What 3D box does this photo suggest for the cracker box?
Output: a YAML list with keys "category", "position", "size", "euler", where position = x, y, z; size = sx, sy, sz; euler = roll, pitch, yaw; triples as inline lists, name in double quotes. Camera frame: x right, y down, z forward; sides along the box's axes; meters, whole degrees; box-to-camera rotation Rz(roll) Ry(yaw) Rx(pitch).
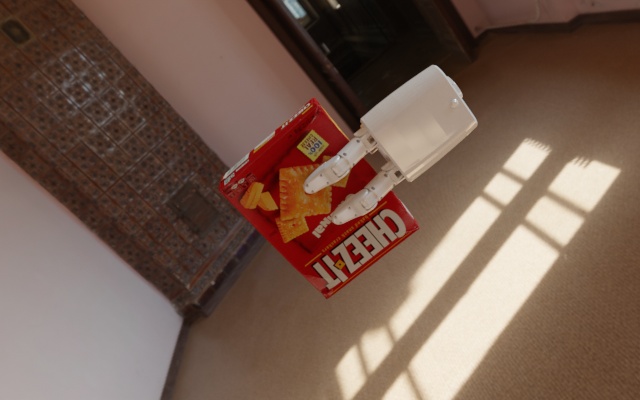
- category: "cracker box"
  position: [0.000, 0.002, 0.626]
  size: [0.164, 0.214, 0.072]
  euler: [-39, 19, 9]
